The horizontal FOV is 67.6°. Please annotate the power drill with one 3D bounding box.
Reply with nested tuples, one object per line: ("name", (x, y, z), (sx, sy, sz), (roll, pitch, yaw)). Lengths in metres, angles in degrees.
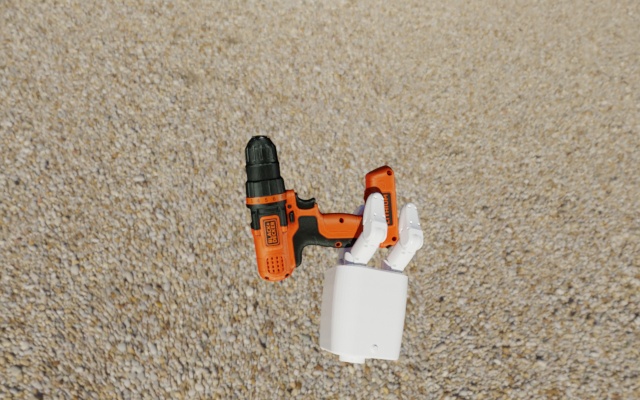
("power drill", (0.001, 0.002, 0.609), (0.187, 0.184, 0.057), (-7, 9, -5))
